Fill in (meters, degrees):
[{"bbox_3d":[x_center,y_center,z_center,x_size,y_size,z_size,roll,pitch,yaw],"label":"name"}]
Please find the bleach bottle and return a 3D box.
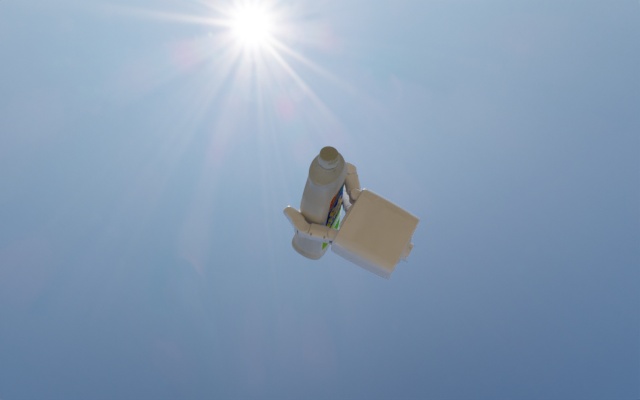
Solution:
[{"bbox_3d":[0.000,0.003,0.802,0.068,0.102,0.251,28,-29,12],"label":"bleach bottle"}]
